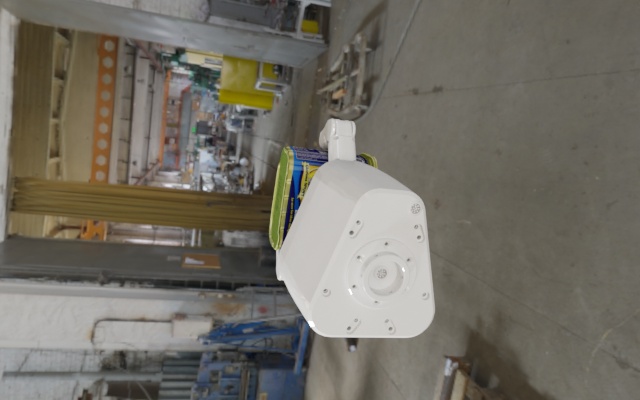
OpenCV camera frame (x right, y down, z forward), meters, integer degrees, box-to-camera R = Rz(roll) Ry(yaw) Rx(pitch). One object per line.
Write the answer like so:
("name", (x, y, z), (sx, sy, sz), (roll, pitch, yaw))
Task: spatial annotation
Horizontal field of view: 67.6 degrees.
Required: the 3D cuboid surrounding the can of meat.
("can of meat", (0.000, 0.001, 0.456), (0.084, 0.102, 0.057), (5, 14, -15))
